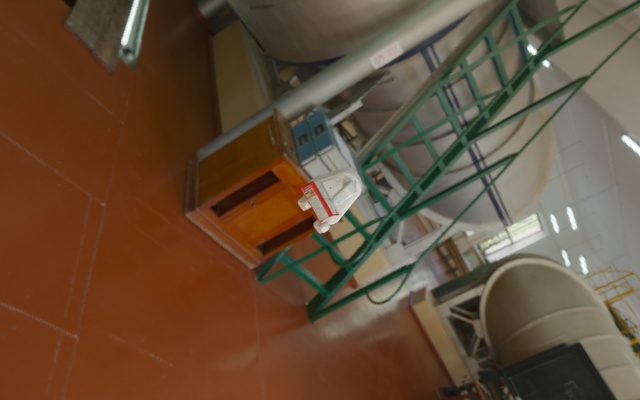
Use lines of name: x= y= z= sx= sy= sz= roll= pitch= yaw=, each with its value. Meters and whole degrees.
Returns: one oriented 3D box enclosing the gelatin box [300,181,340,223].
gelatin box: x=0.000 y=0.003 z=0.881 sx=0.030 sy=0.073 sz=0.089 roll=-30 pitch=-5 yaw=9
